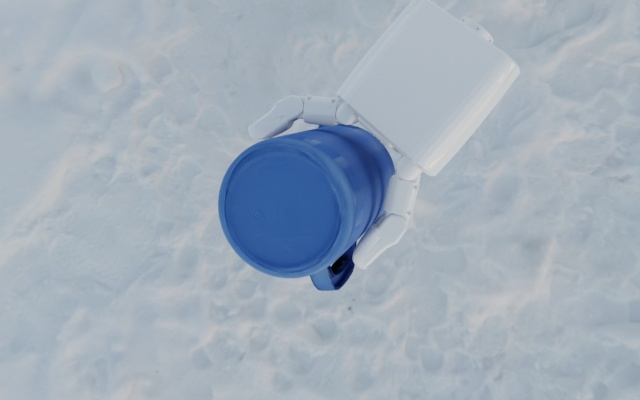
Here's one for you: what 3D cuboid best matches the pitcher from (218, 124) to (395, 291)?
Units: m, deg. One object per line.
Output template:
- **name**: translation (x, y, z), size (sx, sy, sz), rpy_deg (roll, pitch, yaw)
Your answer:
- **pitcher**: translation (0.000, 0.001, 0.465), size (0.149, 0.145, 0.243), rpy_deg (41, 15, 4)
